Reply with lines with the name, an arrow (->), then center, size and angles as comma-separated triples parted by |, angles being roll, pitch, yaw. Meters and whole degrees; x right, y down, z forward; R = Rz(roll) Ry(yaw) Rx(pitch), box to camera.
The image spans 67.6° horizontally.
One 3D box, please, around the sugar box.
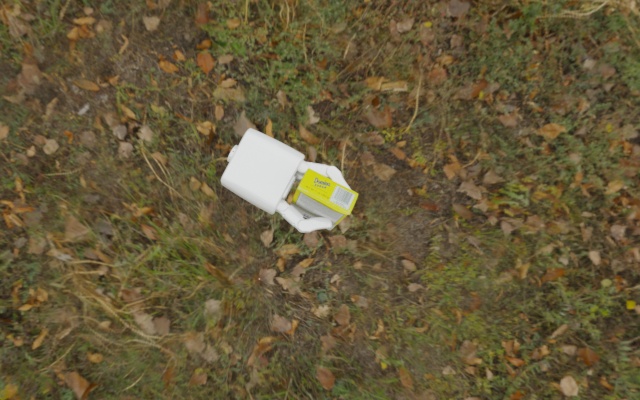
sugar box -> 0.000, 0.002, 0.830 | 0.093, 0.048, 0.176 | 28, -12, -3
